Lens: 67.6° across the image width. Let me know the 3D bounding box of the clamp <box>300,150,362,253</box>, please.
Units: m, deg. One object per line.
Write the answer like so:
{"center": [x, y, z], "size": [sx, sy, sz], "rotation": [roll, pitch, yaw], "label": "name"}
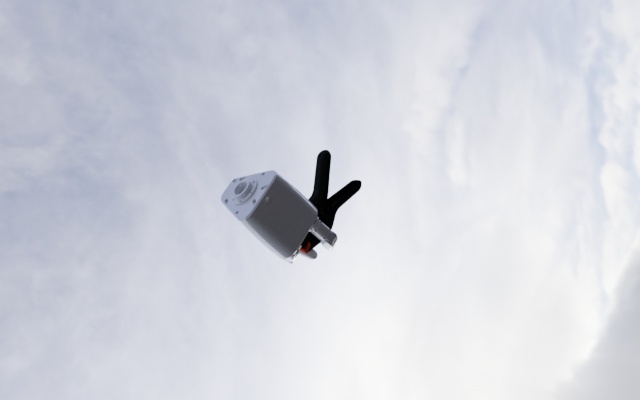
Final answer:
{"center": [0.000, 0.003, 0.808], "size": [0.039, 0.171, 0.120], "rotation": [10, -28, 48], "label": "clamp"}
